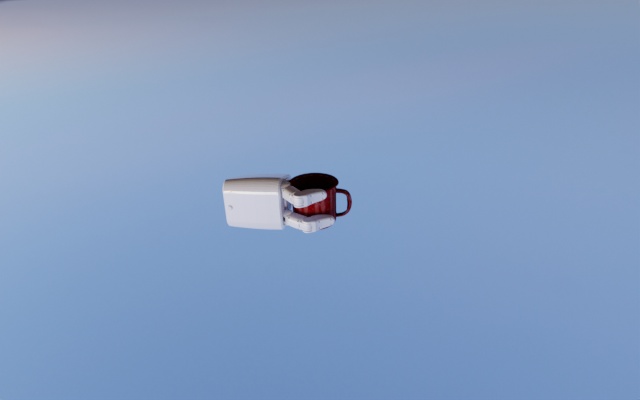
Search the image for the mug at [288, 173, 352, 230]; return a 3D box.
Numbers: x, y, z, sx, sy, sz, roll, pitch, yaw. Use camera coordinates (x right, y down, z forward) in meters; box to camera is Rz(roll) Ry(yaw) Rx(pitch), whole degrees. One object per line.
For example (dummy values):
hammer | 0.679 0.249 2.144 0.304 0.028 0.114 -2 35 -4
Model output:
mug | 0.002 0.003 0.887 0.117 0.081 0.093 2 25 8
